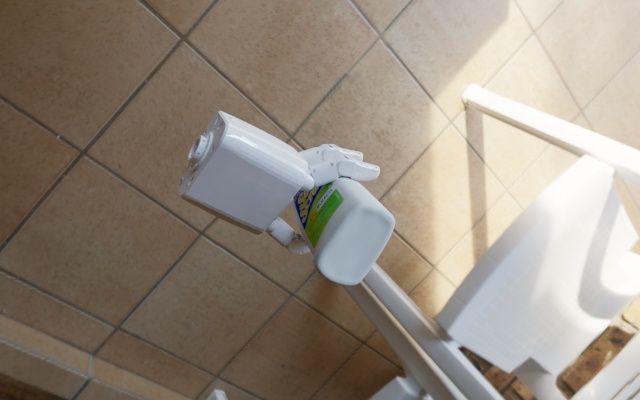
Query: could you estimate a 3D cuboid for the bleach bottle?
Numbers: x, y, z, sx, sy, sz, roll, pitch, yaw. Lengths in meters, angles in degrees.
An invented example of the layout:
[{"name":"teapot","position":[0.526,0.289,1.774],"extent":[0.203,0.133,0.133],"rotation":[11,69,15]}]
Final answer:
[{"name":"bleach bottle","position":[0.000,0.002,0.618],"extent":[0.068,0.102,0.250],"rotation":[27,10,-28]}]
